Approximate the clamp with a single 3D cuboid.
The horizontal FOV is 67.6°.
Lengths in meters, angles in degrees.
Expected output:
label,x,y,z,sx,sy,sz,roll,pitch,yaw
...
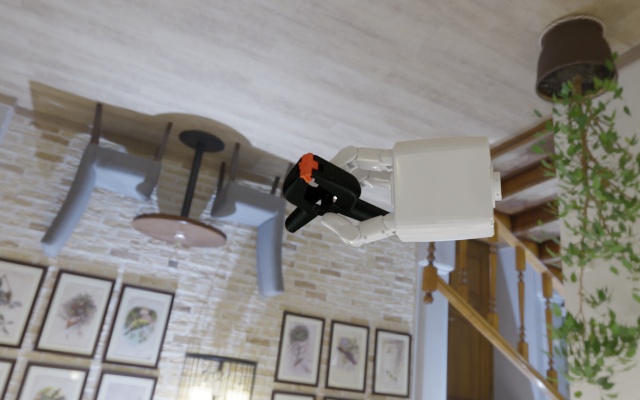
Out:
label,x,y,z,sx,sy,sz,roll,pitch,yaw
clamp,0.000,0.003,0.607,0.164,0.036,0.210,-5,-24,20
